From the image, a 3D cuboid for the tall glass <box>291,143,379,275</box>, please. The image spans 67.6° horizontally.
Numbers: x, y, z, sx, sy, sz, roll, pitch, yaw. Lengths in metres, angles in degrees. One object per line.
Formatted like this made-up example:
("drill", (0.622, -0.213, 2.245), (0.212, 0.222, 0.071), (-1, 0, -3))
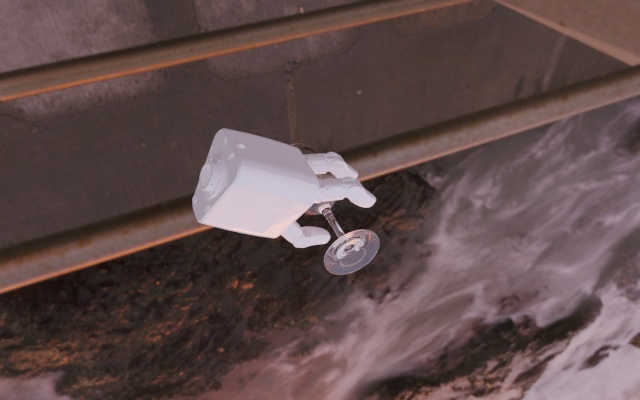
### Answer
("tall glass", (0.000, 0.003, 0.646), (0.079, 0.079, 0.201), (0, 38, -29))
